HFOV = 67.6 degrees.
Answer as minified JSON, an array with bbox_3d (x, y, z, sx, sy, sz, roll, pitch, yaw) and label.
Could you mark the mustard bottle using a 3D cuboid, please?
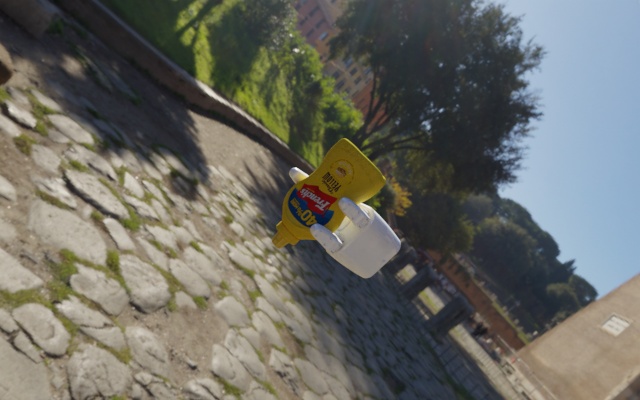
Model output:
[{"bbox_3d":[0.000,0.002,0.725,0.096,0.191,0.058,48,5,24],"label":"mustard bottle"}]
